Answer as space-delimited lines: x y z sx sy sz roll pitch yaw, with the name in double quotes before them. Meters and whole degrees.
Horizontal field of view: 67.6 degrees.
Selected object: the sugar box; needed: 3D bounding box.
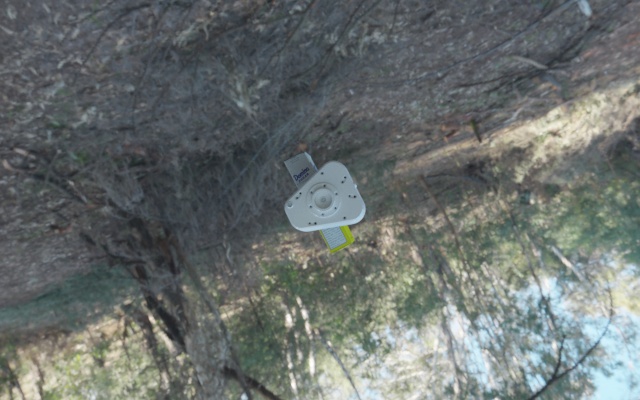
"sugar box" 0.001 0.003 0.836 0.048 0.176 0.093 -25 -3 5
